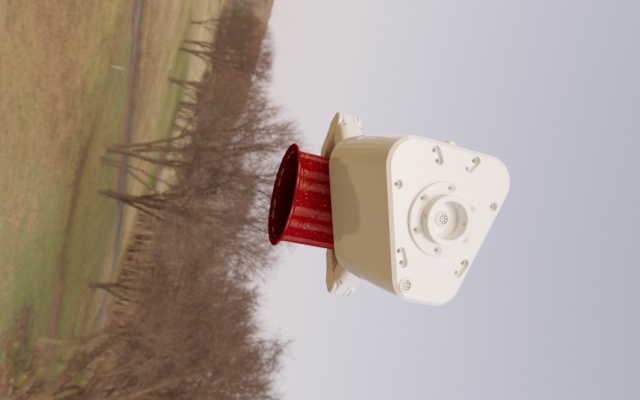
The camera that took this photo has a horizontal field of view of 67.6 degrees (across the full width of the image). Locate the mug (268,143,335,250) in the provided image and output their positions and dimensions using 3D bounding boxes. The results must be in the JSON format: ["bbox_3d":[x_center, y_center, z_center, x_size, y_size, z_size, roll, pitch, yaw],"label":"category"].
[{"bbox_3d":[0.000,0.001,0.450,0.081,0.093,0.117,12,0,-17],"label":"mug"}]
